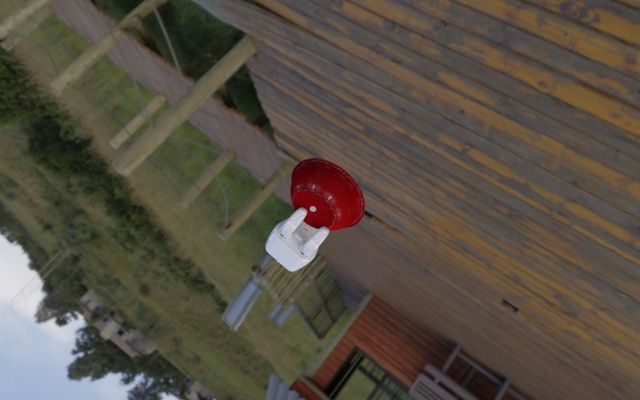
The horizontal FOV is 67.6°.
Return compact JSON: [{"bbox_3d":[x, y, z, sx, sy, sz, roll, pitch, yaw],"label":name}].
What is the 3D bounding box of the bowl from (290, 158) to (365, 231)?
[{"bbox_3d":[0.000,0.002,0.894,0.162,0.162,0.055,0,35,38],"label":"bowl"}]
